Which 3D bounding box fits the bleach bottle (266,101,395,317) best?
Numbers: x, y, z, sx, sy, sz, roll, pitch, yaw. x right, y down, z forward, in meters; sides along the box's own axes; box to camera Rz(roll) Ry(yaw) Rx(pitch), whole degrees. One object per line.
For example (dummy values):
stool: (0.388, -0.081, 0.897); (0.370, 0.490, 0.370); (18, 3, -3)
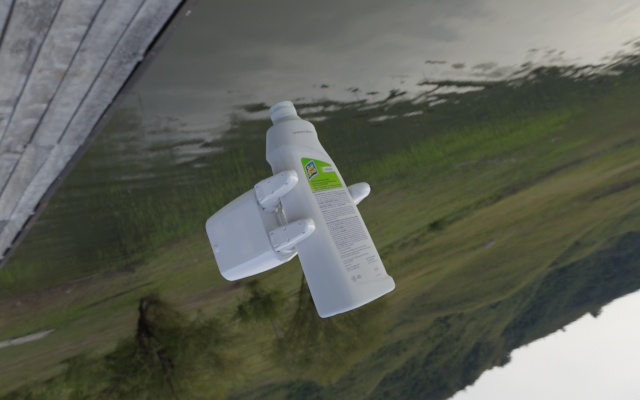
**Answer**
bleach bottle: (0.000, 0.002, 0.564); (0.068, 0.251, 0.102); (-27, -11, 36)
